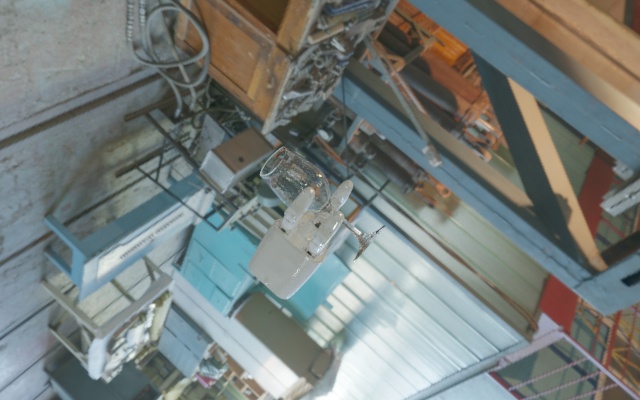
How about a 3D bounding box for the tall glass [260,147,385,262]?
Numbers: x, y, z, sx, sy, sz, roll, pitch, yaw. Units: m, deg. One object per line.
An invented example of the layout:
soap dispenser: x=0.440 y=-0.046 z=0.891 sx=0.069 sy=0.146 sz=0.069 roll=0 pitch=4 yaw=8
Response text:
tall glass: x=0.001 y=0.003 z=0.743 sx=0.201 sy=0.079 sz=0.079 roll=41 pitch=6 yaw=7
